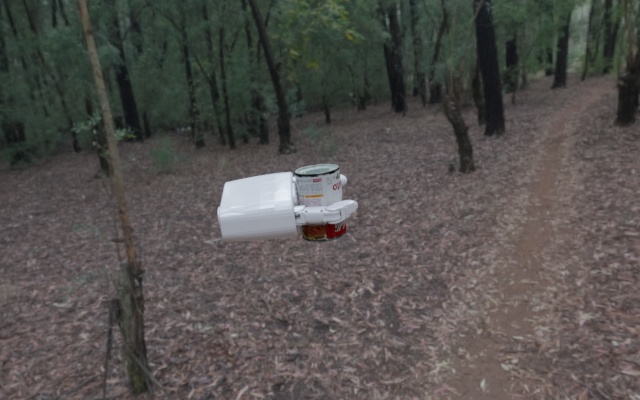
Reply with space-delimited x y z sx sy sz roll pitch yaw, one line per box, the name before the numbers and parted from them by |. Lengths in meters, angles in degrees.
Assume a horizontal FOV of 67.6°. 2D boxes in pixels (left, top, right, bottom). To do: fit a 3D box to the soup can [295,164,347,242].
soup can | 0.001 0.002 0.708 0.068 0.102 0.068 -6 16 2
